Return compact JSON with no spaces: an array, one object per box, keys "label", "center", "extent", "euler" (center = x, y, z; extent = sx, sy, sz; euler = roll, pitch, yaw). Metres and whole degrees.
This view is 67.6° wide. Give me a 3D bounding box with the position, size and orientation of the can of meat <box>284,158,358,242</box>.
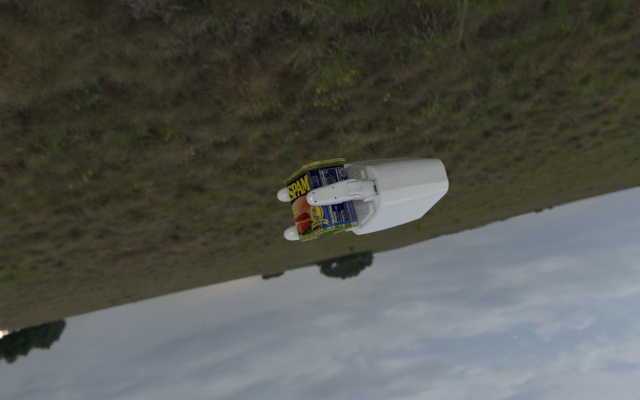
[{"label":"can of meat","center":[0.000,0.002,0.603],"extent":[0.057,0.084,0.102],"euler":[-11,-7,-26]}]
